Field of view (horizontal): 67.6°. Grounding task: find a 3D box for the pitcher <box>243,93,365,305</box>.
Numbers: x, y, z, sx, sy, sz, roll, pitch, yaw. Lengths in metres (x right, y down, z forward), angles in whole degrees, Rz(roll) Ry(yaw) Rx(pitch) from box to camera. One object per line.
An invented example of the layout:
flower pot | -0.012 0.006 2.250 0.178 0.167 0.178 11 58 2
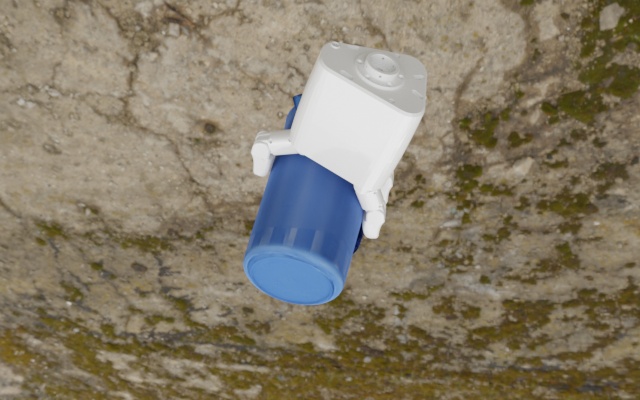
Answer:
pitcher | 0.000 0.002 0.572 0.149 0.242 0.145 19 -40 -5
